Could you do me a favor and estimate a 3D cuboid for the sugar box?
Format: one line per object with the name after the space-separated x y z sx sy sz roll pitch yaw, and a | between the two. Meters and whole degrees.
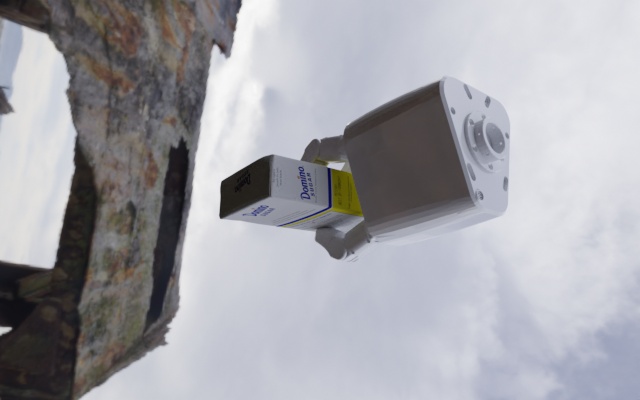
0.000 0.001 0.472 0.176 0.048 0.093 14 -22 -36 | sugar box
